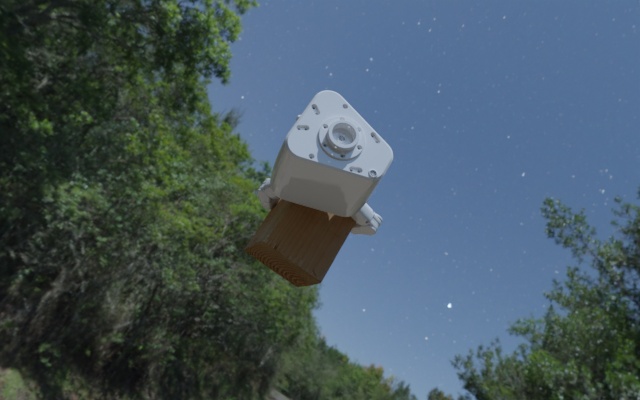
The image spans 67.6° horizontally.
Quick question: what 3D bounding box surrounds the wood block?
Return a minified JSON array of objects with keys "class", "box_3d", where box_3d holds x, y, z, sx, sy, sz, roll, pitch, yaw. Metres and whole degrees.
[{"class":"wood block","box_3d":[0.001,0.002,0.634,0.091,0.206,0.090,37,-24,-11]}]
